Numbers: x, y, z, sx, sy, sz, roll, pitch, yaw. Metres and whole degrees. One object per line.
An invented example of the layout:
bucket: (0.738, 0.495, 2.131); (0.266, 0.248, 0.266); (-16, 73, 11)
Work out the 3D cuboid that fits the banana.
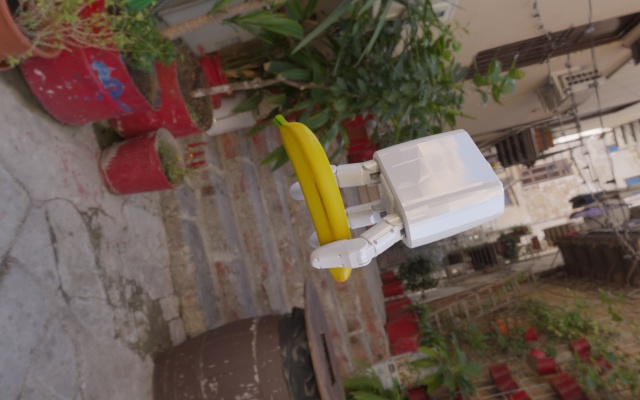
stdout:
banana: (0.002, 0.001, 0.498); (0.037, 0.198, 0.069); (-20, 9, -6)
